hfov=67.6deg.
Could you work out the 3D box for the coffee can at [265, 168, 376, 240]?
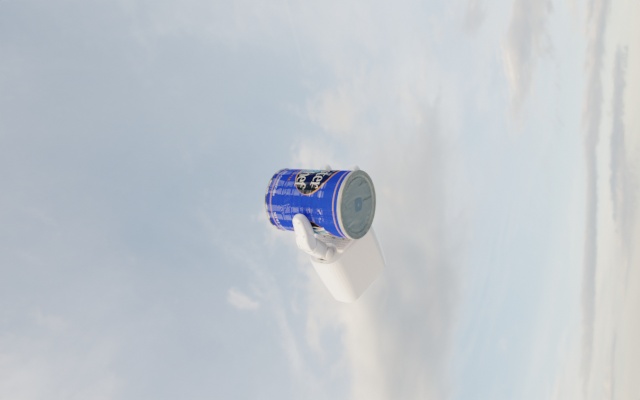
[{"bbox_3d":[0.000,0.002,0.738,0.140,0.103,0.103,4,2,35],"label":"coffee can"}]
